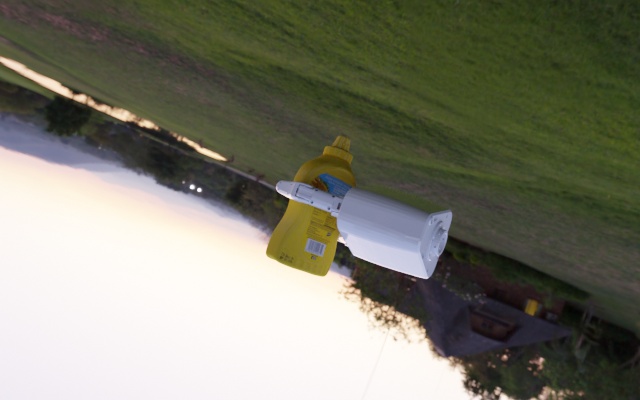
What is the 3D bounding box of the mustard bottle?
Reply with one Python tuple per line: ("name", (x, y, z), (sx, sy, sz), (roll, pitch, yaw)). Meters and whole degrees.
("mustard bottle", (0.000, 0.002, 0.653), (0.096, 0.191, 0.058), (24, -6, -37))
